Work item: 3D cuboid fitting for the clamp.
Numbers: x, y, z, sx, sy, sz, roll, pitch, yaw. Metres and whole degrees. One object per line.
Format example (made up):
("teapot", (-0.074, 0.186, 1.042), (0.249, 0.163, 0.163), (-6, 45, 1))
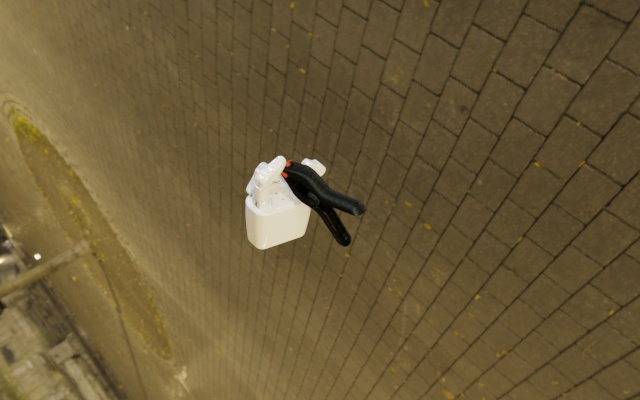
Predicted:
("clamp", (0.000, 0.003, 0.790), (0.171, 0.120, 0.039), (39, 53, 25))
